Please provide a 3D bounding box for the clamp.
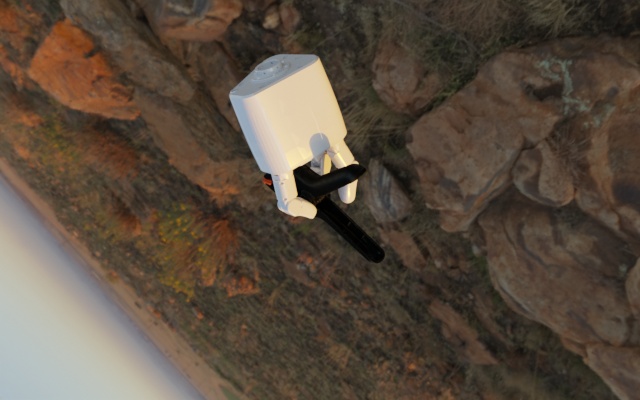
[{"bbox_3d":[-0.001,0.002,0.660,0.210,0.165,0.036,18,51,44],"label":"clamp"}]
